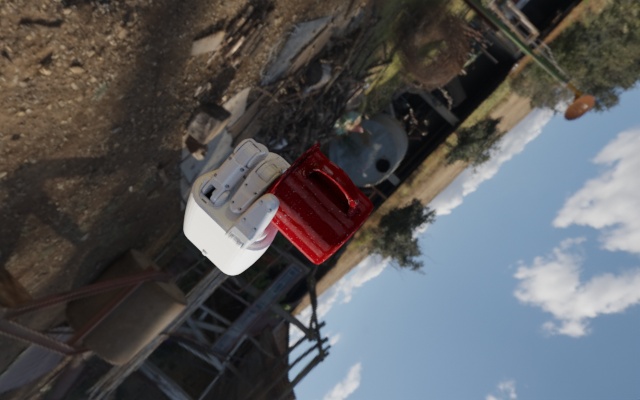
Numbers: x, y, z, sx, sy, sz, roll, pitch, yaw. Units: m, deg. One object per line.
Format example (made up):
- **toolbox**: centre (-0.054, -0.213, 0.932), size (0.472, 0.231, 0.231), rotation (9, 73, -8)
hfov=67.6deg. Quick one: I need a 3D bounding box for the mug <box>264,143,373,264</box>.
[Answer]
- **mug**: centre (0.001, 0.001, 0.447), size (0.093, 0.081, 0.117), rotation (-46, -1, -32)
